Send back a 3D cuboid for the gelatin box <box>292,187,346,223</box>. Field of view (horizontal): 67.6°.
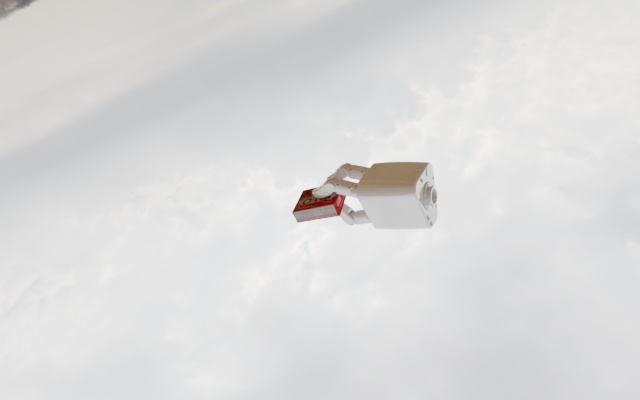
[{"bbox_3d":[0.000,0.003,0.883,0.089,0.030,0.073,-11,31,24],"label":"gelatin box"}]
